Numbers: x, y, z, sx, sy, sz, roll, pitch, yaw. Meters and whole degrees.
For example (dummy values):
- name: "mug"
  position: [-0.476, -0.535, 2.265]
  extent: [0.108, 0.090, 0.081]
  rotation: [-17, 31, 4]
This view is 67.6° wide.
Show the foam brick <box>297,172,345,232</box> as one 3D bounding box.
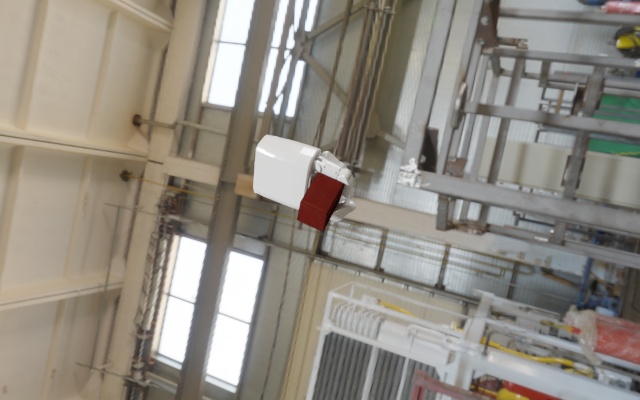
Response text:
- name: "foam brick"
  position: [0.000, 0.003, 0.809]
  extent: [0.051, 0.078, 0.053]
  rotation: [24, -39, 7]
